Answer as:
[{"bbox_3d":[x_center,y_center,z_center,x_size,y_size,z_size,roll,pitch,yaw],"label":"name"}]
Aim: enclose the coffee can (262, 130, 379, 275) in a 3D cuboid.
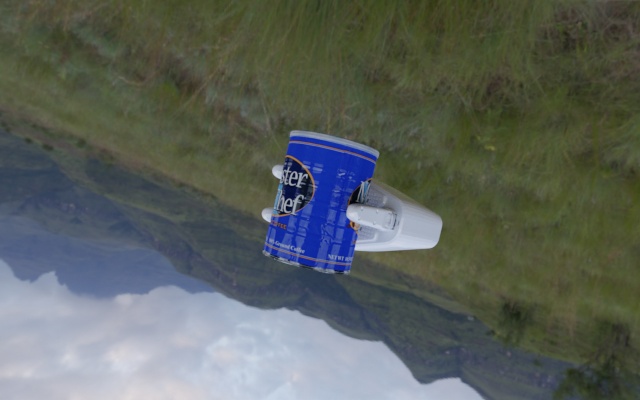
[{"bbox_3d":[0.000,0.002,0.539,0.103,0.140,0.103,14,0,0],"label":"coffee can"}]
